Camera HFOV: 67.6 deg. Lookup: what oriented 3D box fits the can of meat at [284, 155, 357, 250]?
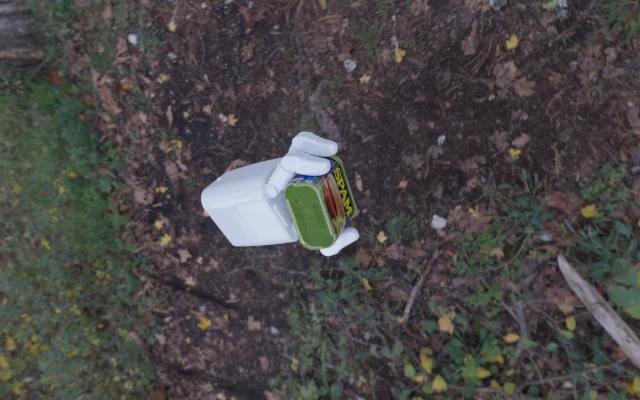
[{"bbox_3d":[0.000,0.002,0.627,0.057,0.102,0.084,-7,24,27],"label":"can of meat"}]
